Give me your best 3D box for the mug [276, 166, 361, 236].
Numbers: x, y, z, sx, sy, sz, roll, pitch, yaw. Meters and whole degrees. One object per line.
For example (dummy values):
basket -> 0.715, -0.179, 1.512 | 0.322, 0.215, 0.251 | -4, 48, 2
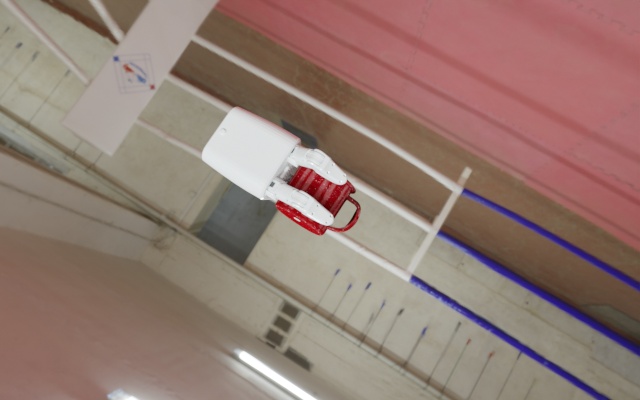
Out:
mug -> 0.001, 0.003, 0.674 | 0.117, 0.081, 0.093 | 31, -10, 11
